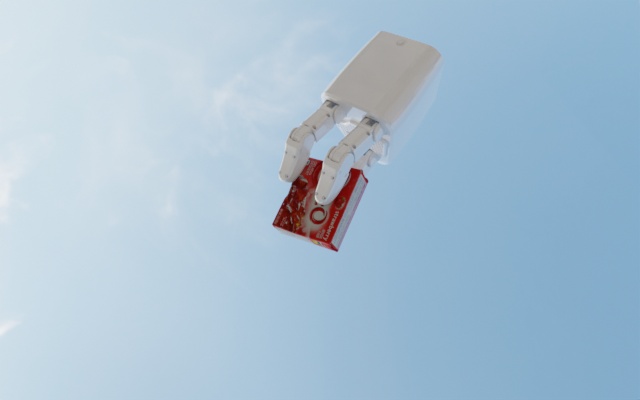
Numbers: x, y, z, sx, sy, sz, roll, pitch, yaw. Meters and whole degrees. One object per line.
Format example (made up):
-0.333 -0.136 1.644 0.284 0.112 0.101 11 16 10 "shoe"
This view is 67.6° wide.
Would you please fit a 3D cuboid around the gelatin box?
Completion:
0.000 0.002 0.511 0.073 0.089 0.030 17 -17 28 "gelatin box"
